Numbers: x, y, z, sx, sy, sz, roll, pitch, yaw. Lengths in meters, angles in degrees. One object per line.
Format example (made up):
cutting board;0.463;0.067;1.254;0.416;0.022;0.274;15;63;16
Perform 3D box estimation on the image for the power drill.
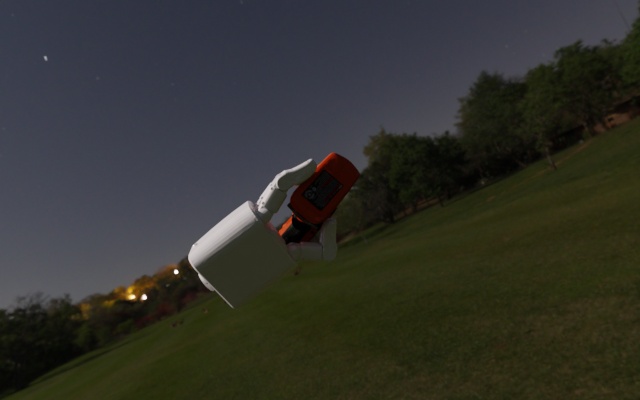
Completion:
power drill;0.000;0.002;0.725;0.057;0.184;0.188;37;-23;5
